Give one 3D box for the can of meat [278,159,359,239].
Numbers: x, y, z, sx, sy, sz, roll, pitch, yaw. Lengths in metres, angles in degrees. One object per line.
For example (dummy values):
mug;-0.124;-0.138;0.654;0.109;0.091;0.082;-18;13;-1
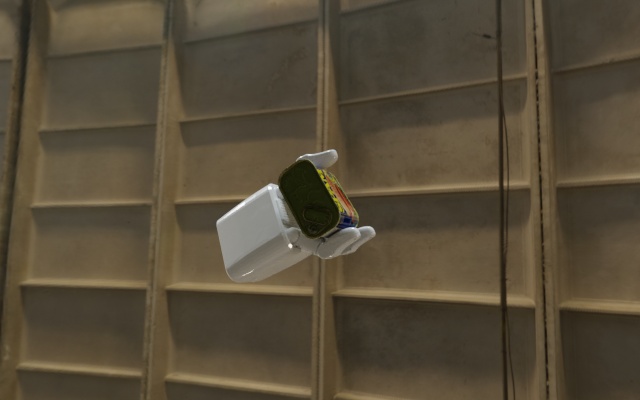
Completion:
can of meat;0.000;0.002;0.639;0.057;0.102;0.084;-35;-18;16
